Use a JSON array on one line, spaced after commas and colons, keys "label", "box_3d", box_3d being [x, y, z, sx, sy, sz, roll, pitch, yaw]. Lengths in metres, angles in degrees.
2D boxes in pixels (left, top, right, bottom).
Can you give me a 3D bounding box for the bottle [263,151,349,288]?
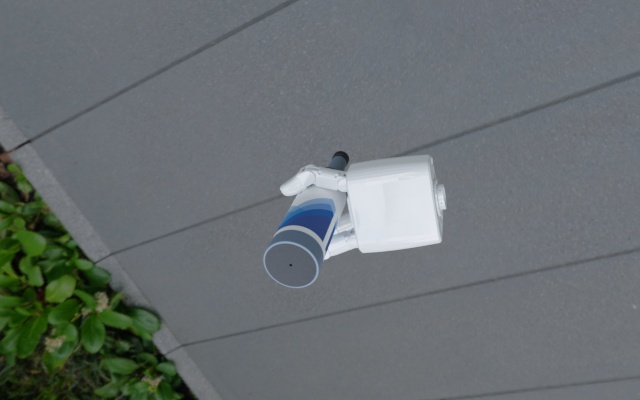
[{"label": "bottle", "box_3d": [0.000, 0.002, 0.668, 0.069, 0.069, 0.295, 0, 29, 16]}]
